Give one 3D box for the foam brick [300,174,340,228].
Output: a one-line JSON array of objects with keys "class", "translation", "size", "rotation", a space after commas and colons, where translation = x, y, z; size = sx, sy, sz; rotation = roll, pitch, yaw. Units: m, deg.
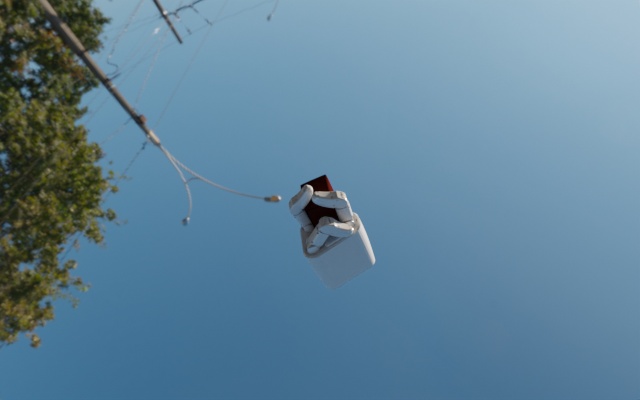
[{"class": "foam brick", "translation": [0.000, 0.003, 0.854], "size": [0.053, 0.051, 0.078], "rotation": [-21, 40, 8]}]
